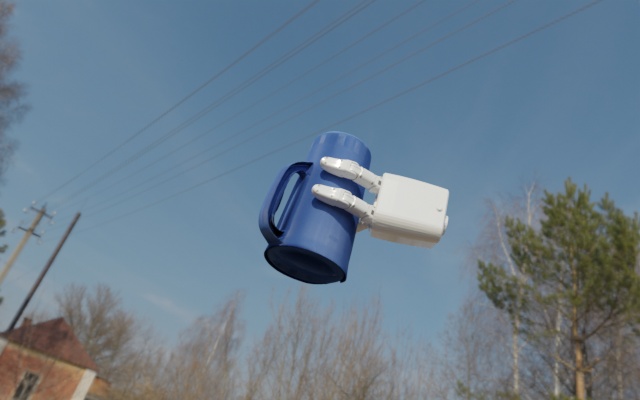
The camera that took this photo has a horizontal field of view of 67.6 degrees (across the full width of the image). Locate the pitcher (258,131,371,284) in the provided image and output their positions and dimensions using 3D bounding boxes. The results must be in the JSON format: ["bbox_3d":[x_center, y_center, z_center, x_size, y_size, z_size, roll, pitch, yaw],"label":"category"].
[{"bbox_3d":[0.000,0.003,0.781,0.145,0.242,0.149,14,-30,8],"label":"pitcher"}]
